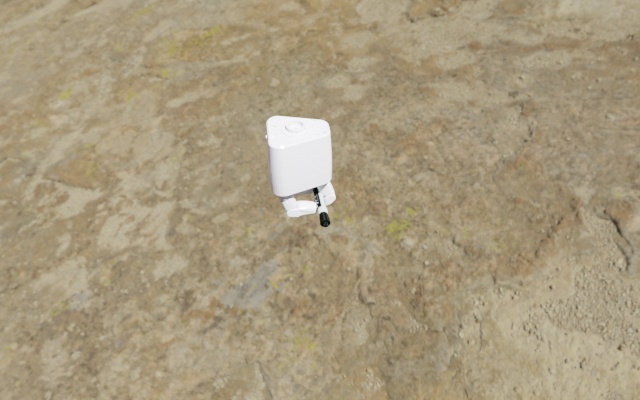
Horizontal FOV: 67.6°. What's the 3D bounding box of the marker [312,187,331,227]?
[{"bbox_3d":[0.000,0.003,0.879,0.020,0.020,0.121,0,44,-12],"label":"marker"}]
